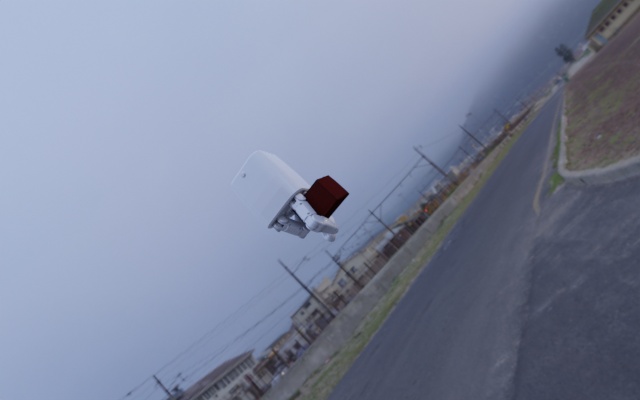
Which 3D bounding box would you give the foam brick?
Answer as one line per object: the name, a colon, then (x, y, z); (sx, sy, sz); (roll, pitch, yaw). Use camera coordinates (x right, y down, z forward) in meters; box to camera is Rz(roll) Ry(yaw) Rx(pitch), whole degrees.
foam brick: (0.000, 0.003, 0.824); (0.051, 0.078, 0.053); (45, 27, 11)
